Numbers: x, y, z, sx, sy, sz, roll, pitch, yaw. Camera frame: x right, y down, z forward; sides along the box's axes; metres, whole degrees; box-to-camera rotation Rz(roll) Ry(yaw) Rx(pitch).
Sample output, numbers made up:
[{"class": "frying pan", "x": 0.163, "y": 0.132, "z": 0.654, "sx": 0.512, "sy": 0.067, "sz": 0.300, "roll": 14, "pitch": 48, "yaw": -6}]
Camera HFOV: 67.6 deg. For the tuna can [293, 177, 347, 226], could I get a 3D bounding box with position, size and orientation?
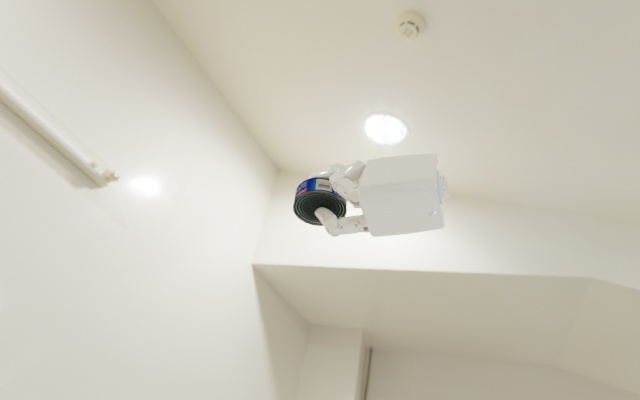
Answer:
[{"class": "tuna can", "x": 0.000, "y": 0.002, "z": 0.763, "sx": 0.086, "sy": 0.033, "sz": 0.086, "roll": 3, "pitch": -40, "yaw": 3}]
